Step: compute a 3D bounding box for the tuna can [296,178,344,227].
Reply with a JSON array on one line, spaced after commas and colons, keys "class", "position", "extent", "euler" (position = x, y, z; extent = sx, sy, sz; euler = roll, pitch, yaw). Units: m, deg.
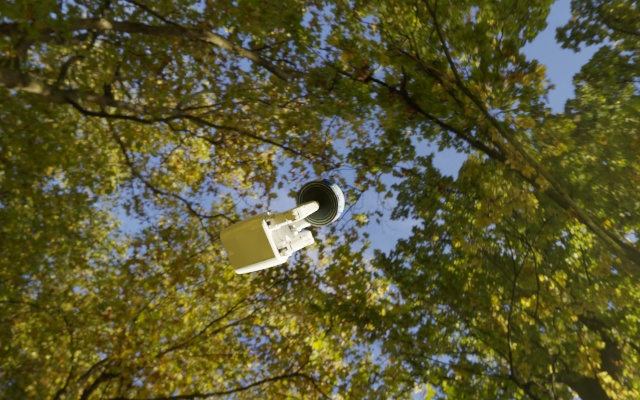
[{"class": "tuna can", "position": [0.000, 0.003, 0.881], "extent": [0.086, 0.086, 0.033], "euler": [0, 12, 25]}]
